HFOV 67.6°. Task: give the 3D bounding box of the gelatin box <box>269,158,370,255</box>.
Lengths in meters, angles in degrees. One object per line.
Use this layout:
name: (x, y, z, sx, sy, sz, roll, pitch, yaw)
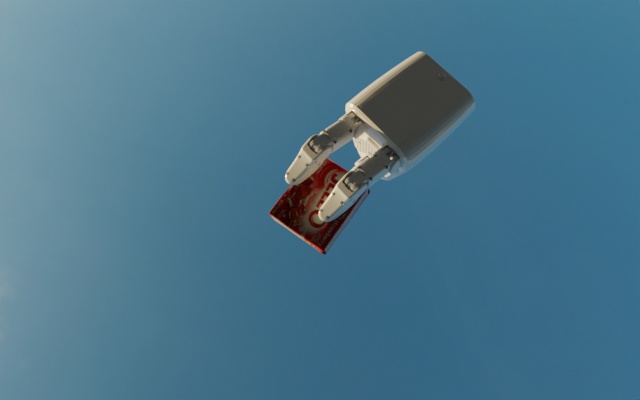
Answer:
gelatin box: (0.000, 0.002, 0.519, 0.073, 0.089, 0.030, 34, -9, 14)
